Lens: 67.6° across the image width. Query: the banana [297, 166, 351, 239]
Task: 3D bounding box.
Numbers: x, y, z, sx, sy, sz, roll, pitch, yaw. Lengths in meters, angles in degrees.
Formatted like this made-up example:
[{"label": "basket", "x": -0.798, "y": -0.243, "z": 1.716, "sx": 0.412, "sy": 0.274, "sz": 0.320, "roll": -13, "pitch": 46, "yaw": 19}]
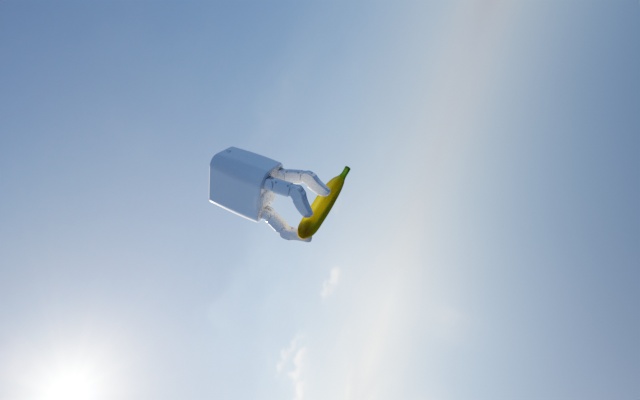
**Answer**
[{"label": "banana", "x": -0.002, "y": 0.013, "z": 0.888, "sx": 0.037, "sy": 0.197, "sz": 0.070, "roll": 25, "pitch": -40, "yaw": 9}]
